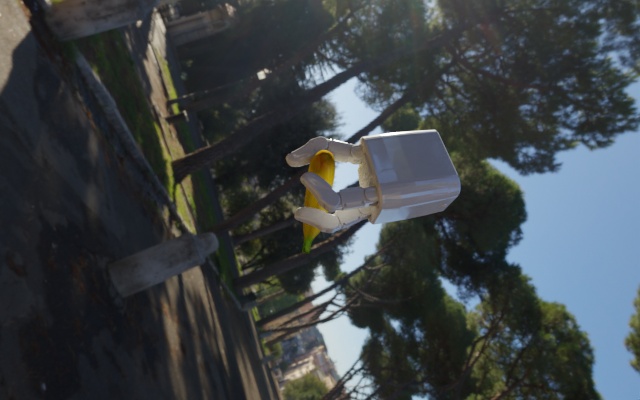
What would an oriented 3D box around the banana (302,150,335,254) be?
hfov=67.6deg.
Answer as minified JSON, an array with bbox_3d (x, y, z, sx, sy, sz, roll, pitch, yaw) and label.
[{"bbox_3d":[-0.001,-0.009,0.669,0.037,0.069,0.198,2,-43,-6],"label":"banana"}]
